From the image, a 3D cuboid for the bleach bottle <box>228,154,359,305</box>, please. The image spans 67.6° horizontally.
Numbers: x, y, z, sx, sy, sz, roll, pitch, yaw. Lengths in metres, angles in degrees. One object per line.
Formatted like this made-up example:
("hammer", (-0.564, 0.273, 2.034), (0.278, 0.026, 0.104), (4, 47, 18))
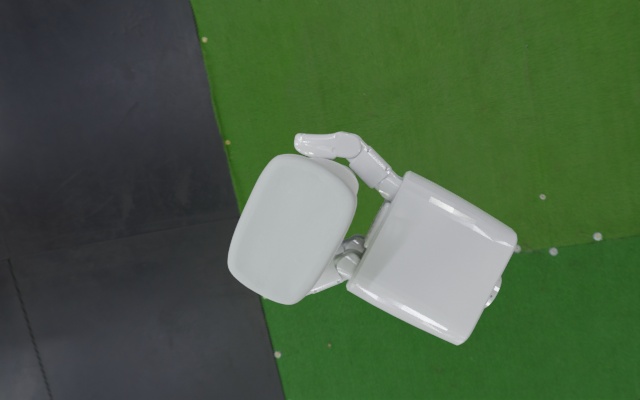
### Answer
("bleach bottle", (0.000, 0.001, 0.430), (0.068, 0.102, 0.251), (29, 14, 5))
